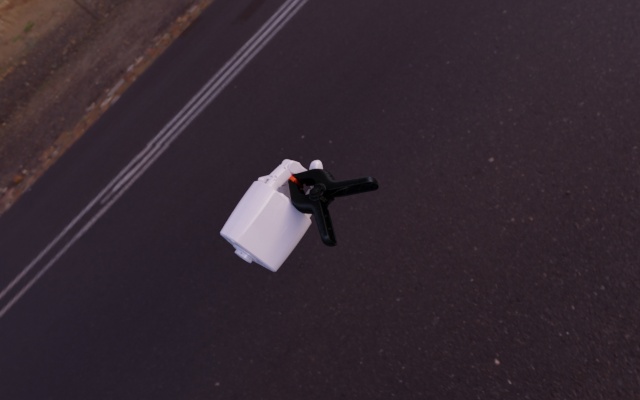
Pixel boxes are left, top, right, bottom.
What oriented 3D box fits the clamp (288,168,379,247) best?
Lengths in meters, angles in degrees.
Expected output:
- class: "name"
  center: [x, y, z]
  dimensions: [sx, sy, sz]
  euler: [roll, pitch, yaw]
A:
- class: "clamp"
  center: [0.000, 0.002, 0.743]
  dimensions: [0.171, 0.120, 0.039]
  euler: [16, -26, 48]
